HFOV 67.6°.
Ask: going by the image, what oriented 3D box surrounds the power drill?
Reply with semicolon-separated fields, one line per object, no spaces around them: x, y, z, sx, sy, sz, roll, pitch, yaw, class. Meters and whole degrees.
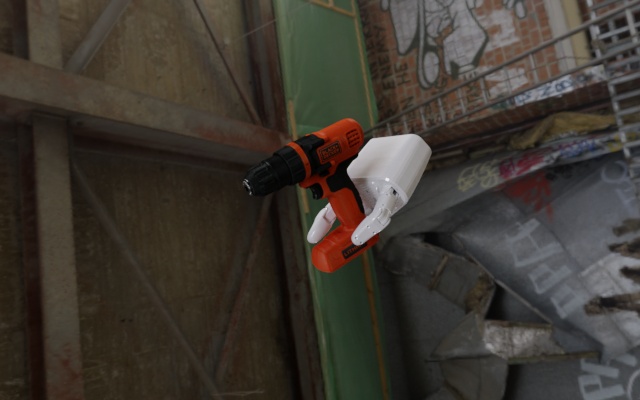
0.000;0.002;0.655;0.184;0.188;0.057;-30;27;-24;power drill
